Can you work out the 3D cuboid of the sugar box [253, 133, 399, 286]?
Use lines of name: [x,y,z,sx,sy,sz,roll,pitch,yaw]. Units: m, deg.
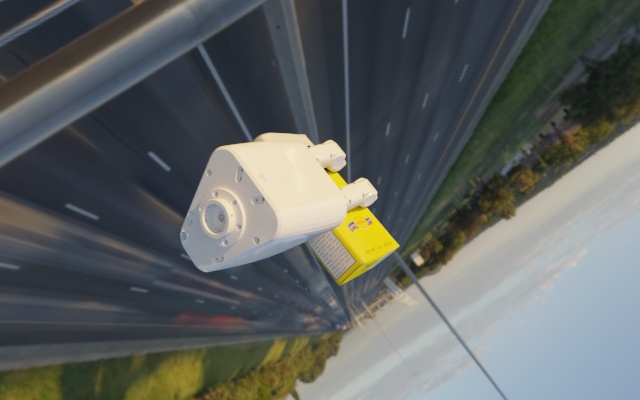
sugar box: [0.000,0.001,0.519,0.048,0.176,0.093,-45,-16,27]
